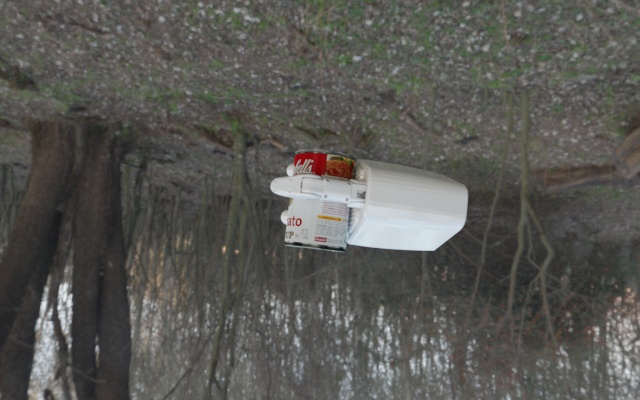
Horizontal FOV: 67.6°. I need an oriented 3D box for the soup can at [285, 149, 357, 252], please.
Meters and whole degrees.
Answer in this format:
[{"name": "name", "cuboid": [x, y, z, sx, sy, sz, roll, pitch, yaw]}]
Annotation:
[{"name": "soup can", "cuboid": [0.000, 0.002, 0.518, 0.068, 0.102, 0.068, 7, -6, 1]}]
